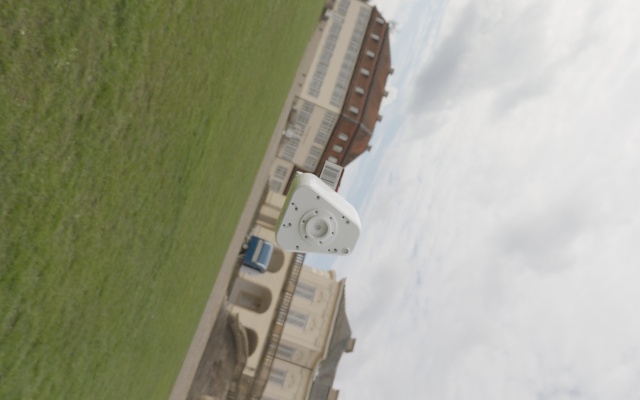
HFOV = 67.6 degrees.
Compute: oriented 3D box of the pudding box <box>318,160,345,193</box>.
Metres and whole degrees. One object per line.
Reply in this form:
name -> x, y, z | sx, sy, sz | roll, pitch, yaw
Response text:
pudding box -> 0.000, 0.003, 0.791 | 0.039, 0.113, 0.090 | 23, -19, -1
